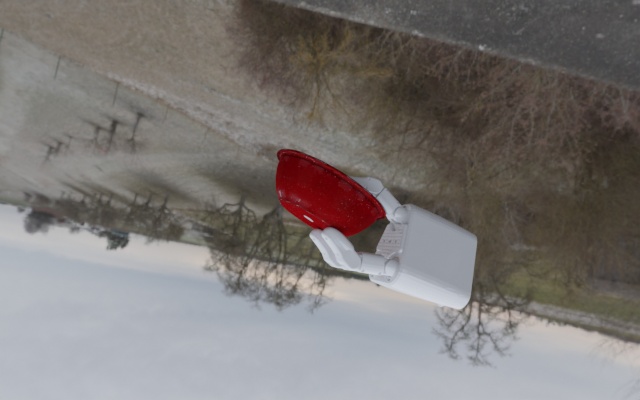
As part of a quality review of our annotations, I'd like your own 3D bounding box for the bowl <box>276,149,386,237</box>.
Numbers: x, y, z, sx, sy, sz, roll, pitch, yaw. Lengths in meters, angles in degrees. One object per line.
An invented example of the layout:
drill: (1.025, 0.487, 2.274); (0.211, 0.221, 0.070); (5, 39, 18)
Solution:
bowl: (-0.001, 0.002, 0.610); (0.162, 0.055, 0.162); (30, -12, 7)
